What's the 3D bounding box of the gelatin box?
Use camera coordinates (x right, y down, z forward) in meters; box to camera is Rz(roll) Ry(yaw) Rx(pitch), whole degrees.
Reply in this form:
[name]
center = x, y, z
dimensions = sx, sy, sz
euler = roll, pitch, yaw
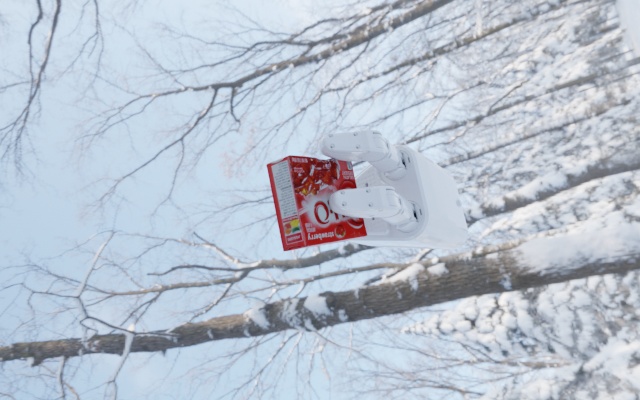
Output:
[gelatin box]
center = -0.001, 0.001, 0.407
dimensions = 0.030, 0.073, 0.089
euler = -17, -9, 38
